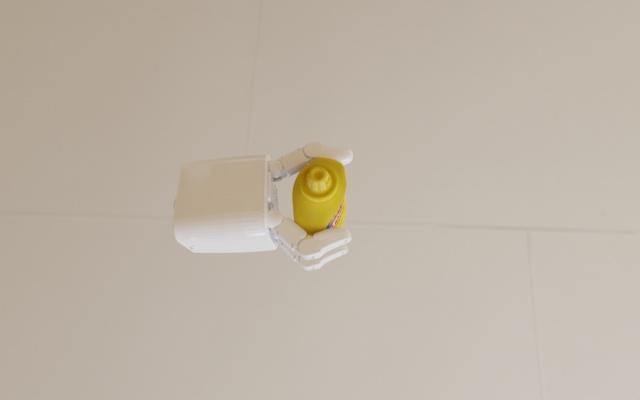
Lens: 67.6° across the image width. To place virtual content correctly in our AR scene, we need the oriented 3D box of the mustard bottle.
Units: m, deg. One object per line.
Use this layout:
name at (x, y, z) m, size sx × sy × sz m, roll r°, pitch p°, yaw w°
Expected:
mustard bottle at (0.000, 0.002, 0.572) m, size 0.058 × 0.096 × 0.192 m, roll 19°, pitch -16°, yaw 8°
